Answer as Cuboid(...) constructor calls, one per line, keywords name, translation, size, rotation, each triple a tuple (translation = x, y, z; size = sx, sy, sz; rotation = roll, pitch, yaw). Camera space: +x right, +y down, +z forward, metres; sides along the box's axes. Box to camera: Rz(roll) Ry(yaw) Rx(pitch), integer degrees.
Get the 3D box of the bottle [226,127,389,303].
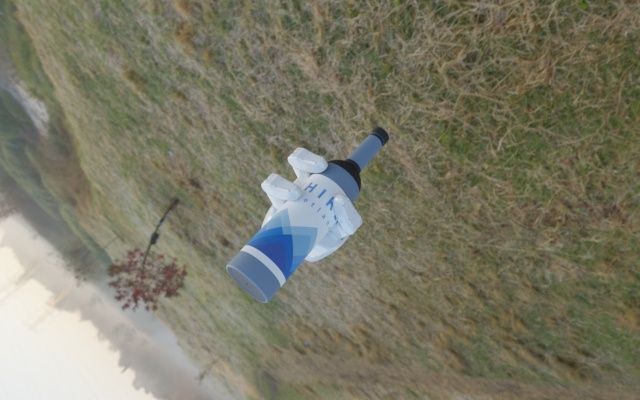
Cuboid(name="bottle", translation=(0.000, 0.002, 0.636), size=(0.295, 0.069, 0.069), rotation=(-48, 25, -25))
